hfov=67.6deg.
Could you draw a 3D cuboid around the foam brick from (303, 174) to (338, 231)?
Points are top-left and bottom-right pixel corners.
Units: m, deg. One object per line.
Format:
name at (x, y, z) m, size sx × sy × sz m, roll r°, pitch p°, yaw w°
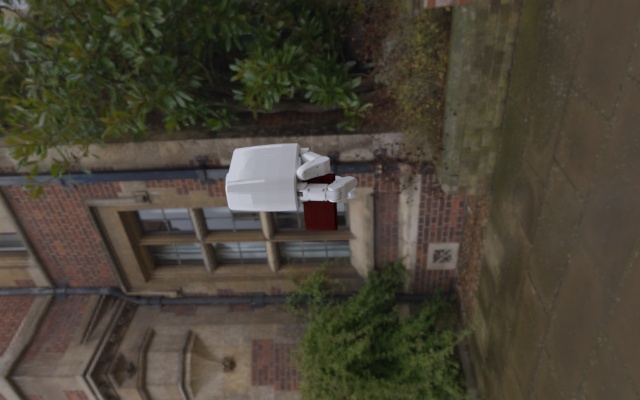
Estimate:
foam brick at (0.000, 0.003, 0.760) m, size 0.051 × 0.078 × 0.053 m, roll -3°, pitch 28°, yaw 3°
